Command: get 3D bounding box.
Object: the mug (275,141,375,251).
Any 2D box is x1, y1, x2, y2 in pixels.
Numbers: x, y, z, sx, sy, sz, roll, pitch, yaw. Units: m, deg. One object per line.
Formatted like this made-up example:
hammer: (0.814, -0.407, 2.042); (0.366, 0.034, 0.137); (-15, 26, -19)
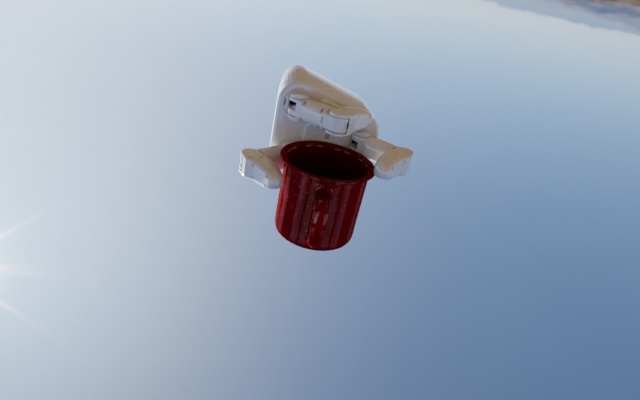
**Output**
mug: (0.000, 0.002, 0.462); (0.093, 0.081, 0.117); (10, 27, -6)
